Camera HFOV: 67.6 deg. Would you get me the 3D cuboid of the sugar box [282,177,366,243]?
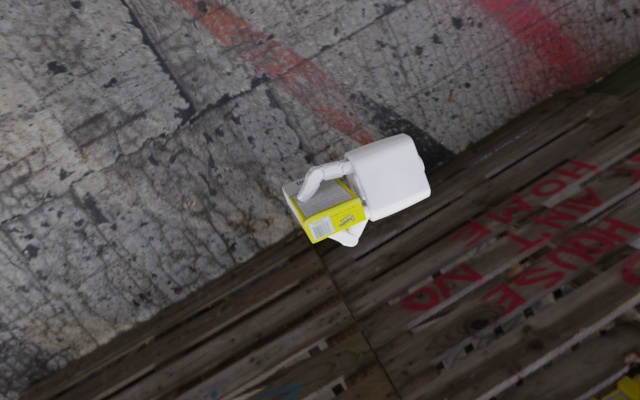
[{"bbox_3d":[0.000,0.003,0.787,0.093,0.048,0.176,-23,21,-7],"label":"sugar box"}]
